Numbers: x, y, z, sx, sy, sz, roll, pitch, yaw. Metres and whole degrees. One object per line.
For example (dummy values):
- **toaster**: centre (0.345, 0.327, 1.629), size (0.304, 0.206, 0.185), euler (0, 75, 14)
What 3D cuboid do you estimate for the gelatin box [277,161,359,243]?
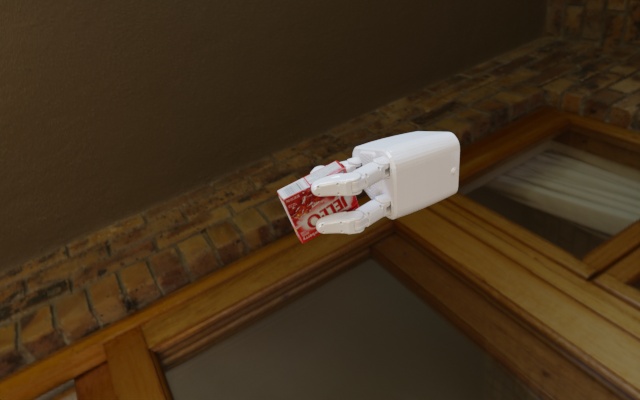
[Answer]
- **gelatin box**: centre (0.000, 0.002, 0.605), size (0.089, 0.073, 0.030), euler (-27, 35, -8)
